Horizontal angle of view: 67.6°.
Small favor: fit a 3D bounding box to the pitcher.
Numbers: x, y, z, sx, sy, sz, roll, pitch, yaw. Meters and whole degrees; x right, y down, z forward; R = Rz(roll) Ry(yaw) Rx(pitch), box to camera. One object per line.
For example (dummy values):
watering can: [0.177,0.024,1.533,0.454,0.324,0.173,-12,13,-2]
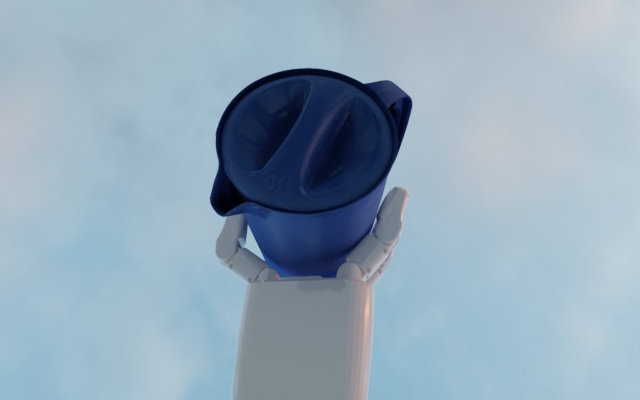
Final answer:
pitcher: [0.000,0.002,0.450,0.149,0.145,0.243,4,-28,3]
